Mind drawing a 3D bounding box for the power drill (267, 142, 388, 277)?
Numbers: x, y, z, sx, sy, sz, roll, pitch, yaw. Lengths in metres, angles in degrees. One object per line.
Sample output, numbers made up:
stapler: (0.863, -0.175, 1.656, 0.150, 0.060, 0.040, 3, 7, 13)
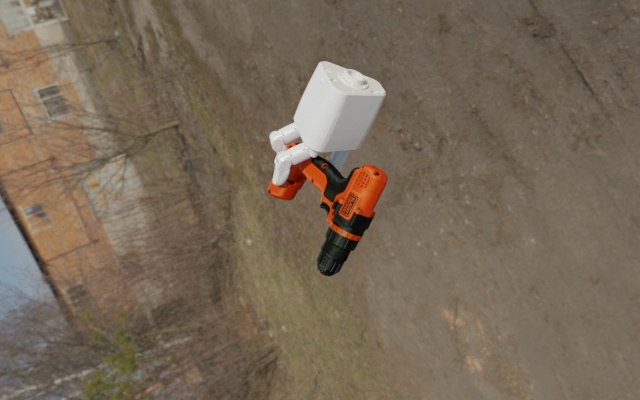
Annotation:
power drill: (0.000, 0.002, 0.763, 0.187, 0.184, 0.057, 34, 11, 34)
